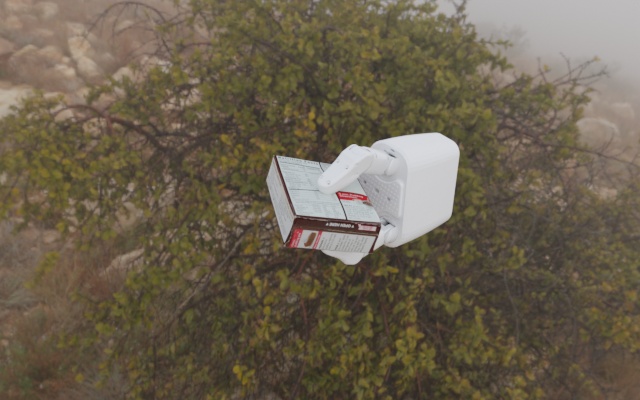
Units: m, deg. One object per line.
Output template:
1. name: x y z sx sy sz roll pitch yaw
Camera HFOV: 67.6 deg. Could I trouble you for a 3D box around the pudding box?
1. pudding box: 0.000 0.001 0.472 0.090 0.039 0.113 6 31 -20
